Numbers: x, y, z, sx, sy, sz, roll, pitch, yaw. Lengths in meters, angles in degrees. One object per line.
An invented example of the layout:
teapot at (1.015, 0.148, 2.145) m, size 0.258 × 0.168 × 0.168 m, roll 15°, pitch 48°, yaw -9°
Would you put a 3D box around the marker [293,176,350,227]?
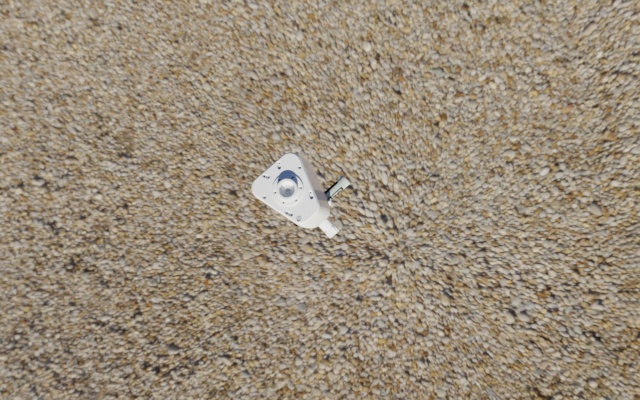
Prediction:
marker at (0.000, 0.003, 0.832) m, size 0.121 × 0.020 × 0.020 m, roll -41°, pitch -3°, yaw 3°
